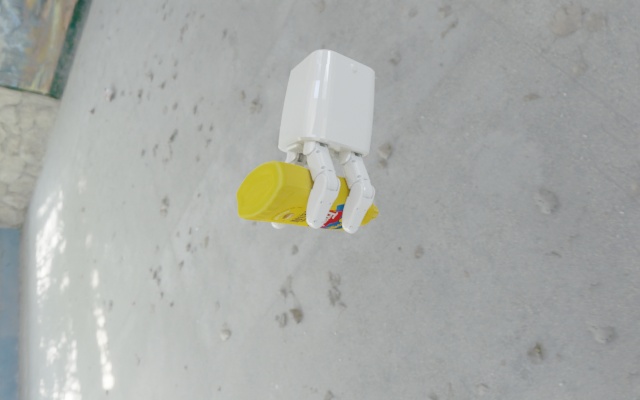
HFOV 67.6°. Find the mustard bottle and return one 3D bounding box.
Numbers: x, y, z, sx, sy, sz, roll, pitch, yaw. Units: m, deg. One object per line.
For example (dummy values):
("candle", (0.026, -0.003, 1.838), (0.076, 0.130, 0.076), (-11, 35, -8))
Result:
("mustard bottle", (0.000, 0.002, 0.592), (0.191, 0.058, 0.096), (10, -31, -39))
